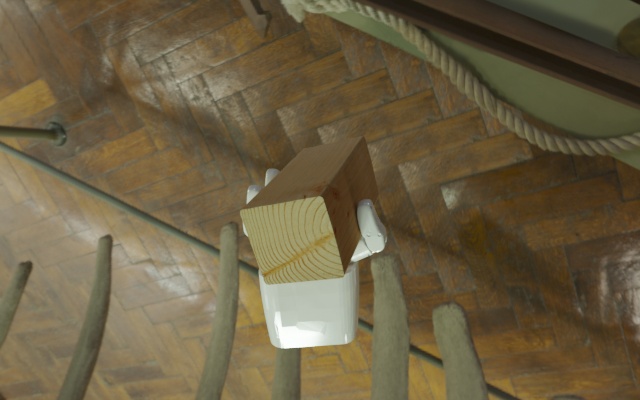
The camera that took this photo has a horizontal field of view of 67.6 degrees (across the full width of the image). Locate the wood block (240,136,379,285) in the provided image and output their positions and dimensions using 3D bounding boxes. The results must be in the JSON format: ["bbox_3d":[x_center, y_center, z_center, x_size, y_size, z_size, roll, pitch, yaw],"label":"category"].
[{"bbox_3d":[0.000,0.002,0.556,0.091,0.090,0.206,-9,20,20],"label":"wood block"}]
